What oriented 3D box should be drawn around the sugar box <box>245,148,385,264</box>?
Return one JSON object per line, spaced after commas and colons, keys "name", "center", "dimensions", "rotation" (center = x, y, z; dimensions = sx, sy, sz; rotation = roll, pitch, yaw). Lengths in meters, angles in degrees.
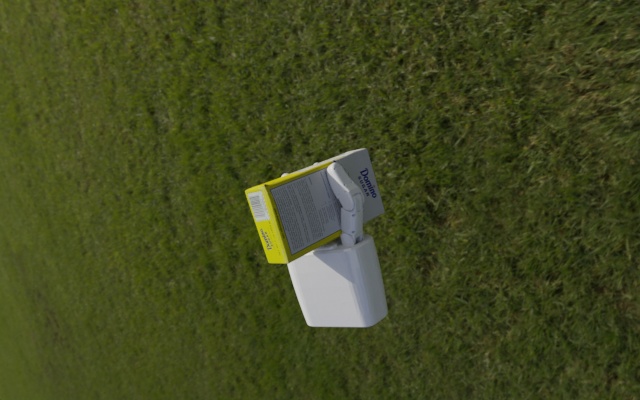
{"name": "sugar box", "center": [0.000, 0.002, 0.592], "dimensions": [0.048, 0.093, 0.176], "rotation": [-8, 12, 47]}
